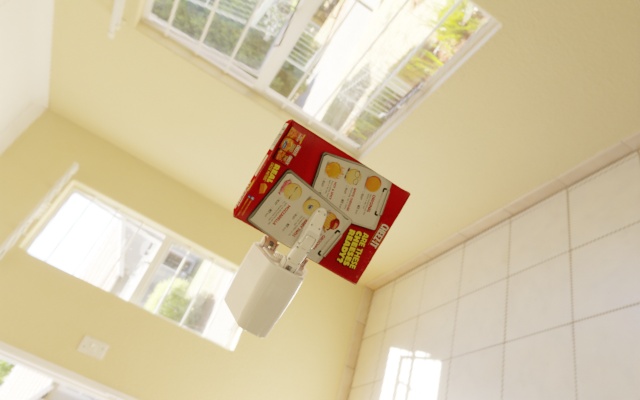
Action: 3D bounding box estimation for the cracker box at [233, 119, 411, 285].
[{"bbox_3d":[0.000,0.002,0.724,0.214,0.164,0.072,31,2,-14],"label":"cracker box"}]
